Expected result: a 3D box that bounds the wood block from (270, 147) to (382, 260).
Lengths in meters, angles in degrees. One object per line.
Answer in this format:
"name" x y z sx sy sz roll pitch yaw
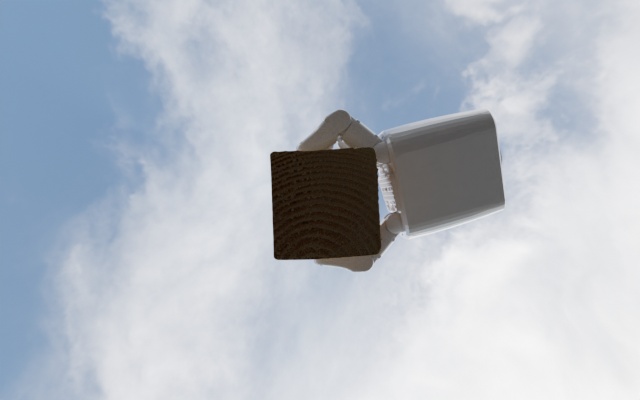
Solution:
"wood block" 0.000 0.002 0.489 0.090 0.091 0.206 -3 0 -2
